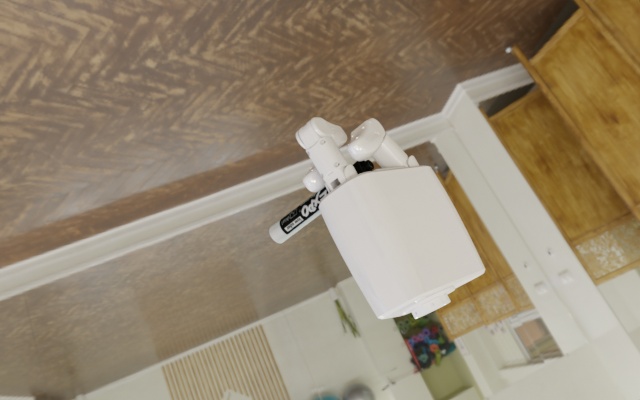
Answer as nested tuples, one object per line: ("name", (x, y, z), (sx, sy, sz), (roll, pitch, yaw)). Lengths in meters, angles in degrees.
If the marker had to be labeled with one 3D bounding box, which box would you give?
("marker", (0.000, 0.001, 0.427), (0.121, 0.020, 0.020), (-37, -20, 29))
